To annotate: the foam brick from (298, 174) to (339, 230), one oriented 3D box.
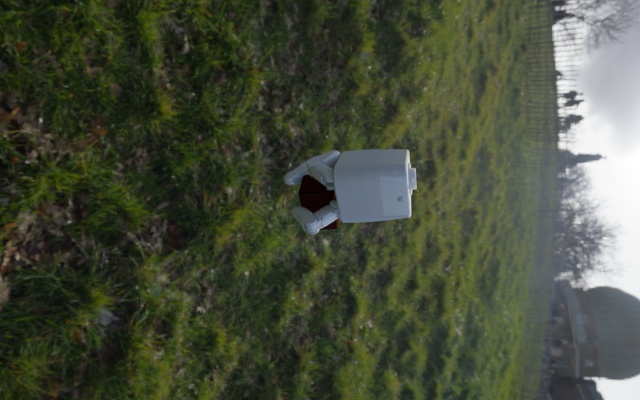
[{"bbox_3d":[0.000,0.003,0.767,0.051,0.078,0.053,-3,38,13],"label":"foam brick"}]
